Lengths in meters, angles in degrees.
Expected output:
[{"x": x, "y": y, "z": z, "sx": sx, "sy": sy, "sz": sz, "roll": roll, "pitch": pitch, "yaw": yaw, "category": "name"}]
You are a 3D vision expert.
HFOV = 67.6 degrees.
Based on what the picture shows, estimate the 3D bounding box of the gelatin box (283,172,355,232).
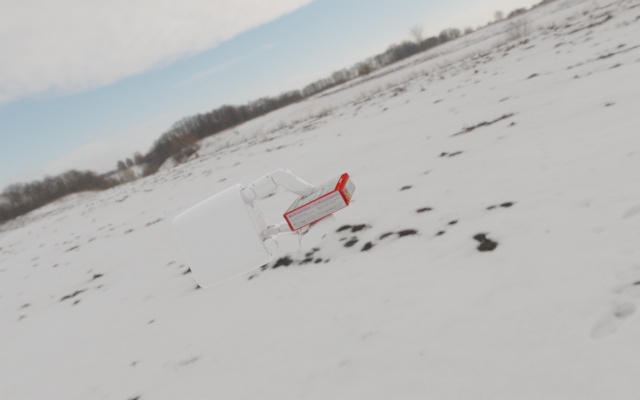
[{"x": 0.000, "y": 0.002, "z": 0.650, "sx": 0.089, "sy": 0.030, "sz": 0.073, "roll": -27, "pitch": 12, "yaw": 19, "category": "gelatin box"}]
